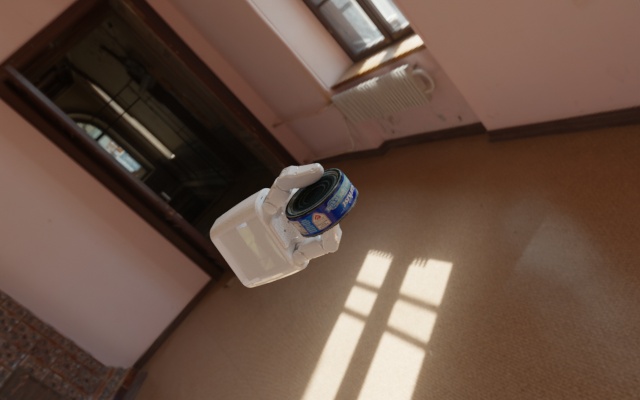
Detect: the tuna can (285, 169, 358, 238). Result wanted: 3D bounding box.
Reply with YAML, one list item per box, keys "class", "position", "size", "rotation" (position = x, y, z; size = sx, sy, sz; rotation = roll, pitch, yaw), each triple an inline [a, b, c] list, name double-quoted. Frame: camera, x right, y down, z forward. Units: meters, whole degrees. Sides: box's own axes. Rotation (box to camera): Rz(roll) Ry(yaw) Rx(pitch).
- class: "tuna can"
  position: [0.000, 0.001, 0.563]
  size: [0.086, 0.034, 0.086]
  rotation: [-33, 23, 16]
